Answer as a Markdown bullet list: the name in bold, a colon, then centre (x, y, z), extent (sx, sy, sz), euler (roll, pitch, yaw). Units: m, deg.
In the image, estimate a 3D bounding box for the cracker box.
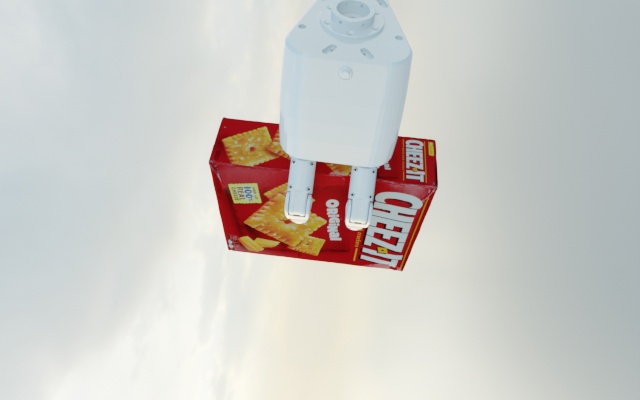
- **cracker box**: centre (0.000, 0.002, 0.514), extent (0.214, 0.072, 0.164), euler (7, -37, 1)
